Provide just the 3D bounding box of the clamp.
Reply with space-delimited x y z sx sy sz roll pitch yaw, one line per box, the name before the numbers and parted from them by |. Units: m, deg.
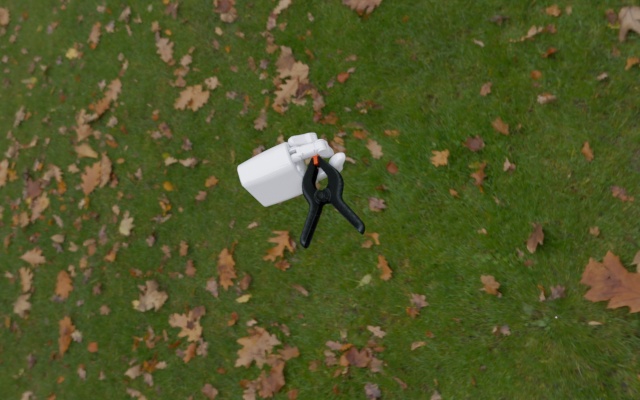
clamp | 0.000 0.002 0.870 0.120 0.171 0.039 -22 -21 5
